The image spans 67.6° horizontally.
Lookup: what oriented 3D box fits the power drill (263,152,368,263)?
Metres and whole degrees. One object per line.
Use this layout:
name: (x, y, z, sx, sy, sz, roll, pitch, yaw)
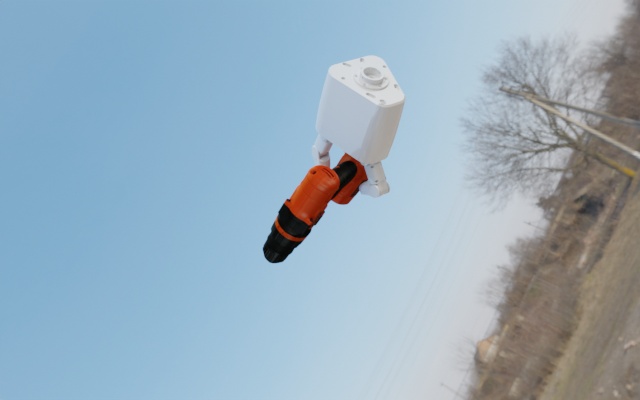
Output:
power drill: (0.000, 0.002, 0.723, 0.184, 0.057, 0.187, -53, -8, 36)
